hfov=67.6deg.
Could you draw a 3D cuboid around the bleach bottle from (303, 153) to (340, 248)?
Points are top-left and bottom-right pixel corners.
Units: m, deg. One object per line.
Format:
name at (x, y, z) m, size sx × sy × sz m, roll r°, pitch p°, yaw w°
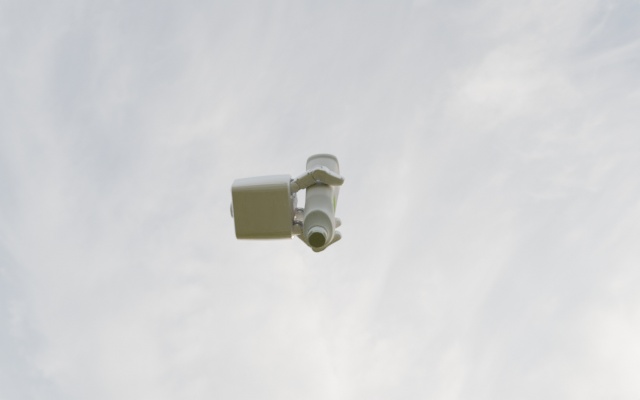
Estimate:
bleach bottle at (0.000, 0.003, 0.860) m, size 0.068 × 0.103 × 0.250 m, roll -3°, pitch 24°, yaw 4°
